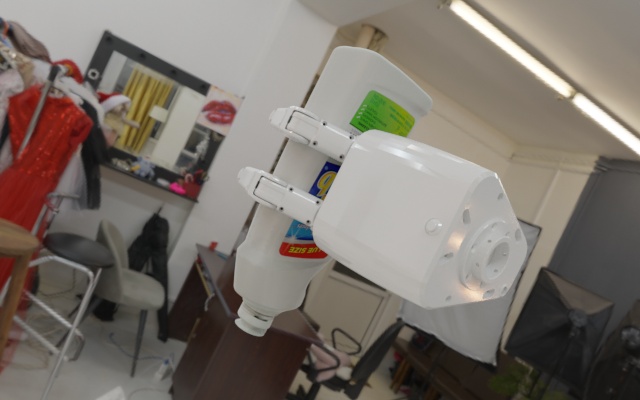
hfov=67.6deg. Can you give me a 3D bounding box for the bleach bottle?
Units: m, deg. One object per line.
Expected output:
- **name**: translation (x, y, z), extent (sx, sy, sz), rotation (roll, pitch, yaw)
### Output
- **bleach bottle**: translation (0.000, 0.001, 0.418), extent (0.102, 0.251, 0.068), rotation (25, 2, -42)
